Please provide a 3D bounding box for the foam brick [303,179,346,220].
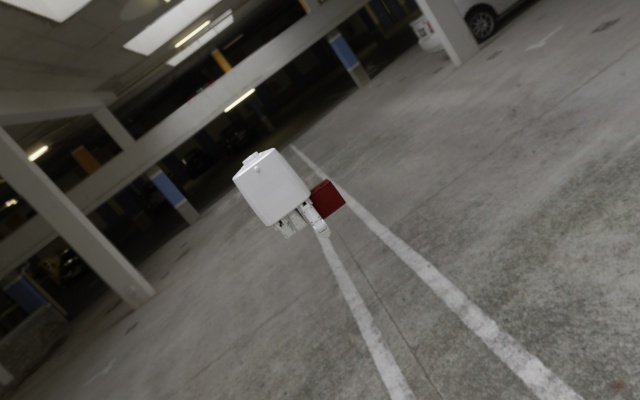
[{"bbox_3d":[0.000,0.003,0.889,0.078,0.051,0.053,-36,11,-1],"label":"foam brick"}]
